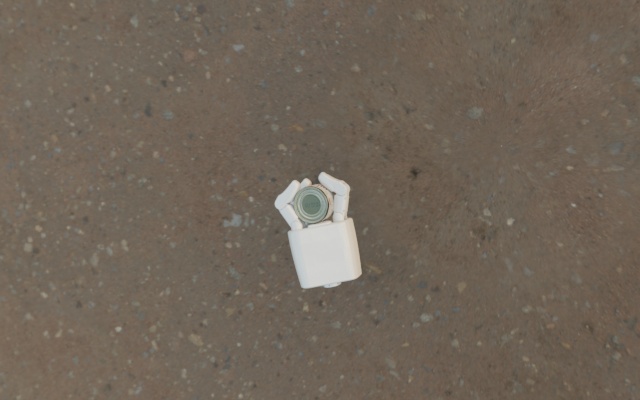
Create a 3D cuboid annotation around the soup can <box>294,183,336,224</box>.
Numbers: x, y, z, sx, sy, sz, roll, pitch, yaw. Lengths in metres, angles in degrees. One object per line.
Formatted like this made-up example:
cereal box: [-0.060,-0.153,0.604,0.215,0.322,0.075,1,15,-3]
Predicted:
soup can: [0.000,0.002,0.874,0.068,0.068,0.102,0,6,21]
